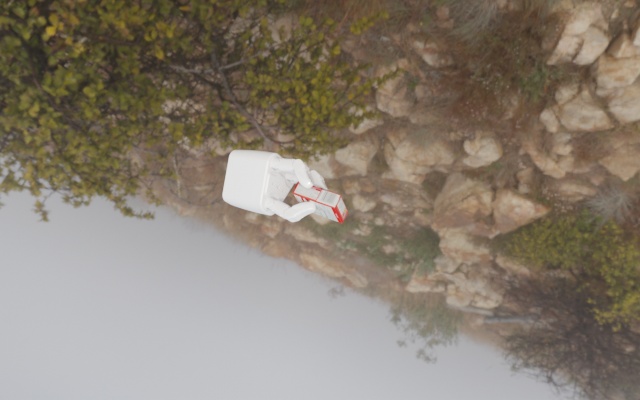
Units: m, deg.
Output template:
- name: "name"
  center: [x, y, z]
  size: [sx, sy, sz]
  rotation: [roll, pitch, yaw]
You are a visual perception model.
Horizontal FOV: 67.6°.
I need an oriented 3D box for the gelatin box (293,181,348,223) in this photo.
- name: "gelatin box"
  center: [0.000, 0.003, 0.872]
  size: [0.089, 0.030, 0.073]
  rotation: [19, -19, 22]
